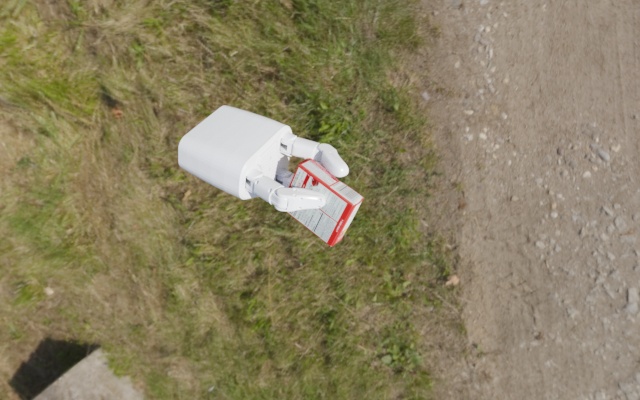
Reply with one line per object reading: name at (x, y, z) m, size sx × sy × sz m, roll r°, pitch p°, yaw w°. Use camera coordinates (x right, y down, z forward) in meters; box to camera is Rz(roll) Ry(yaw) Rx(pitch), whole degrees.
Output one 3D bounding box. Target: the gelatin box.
gelatin box at (0.000, 0.002, 0.594) m, size 0.089 × 0.073 × 0.030 m, roll 37°, pitch 37°, yaw 16°
